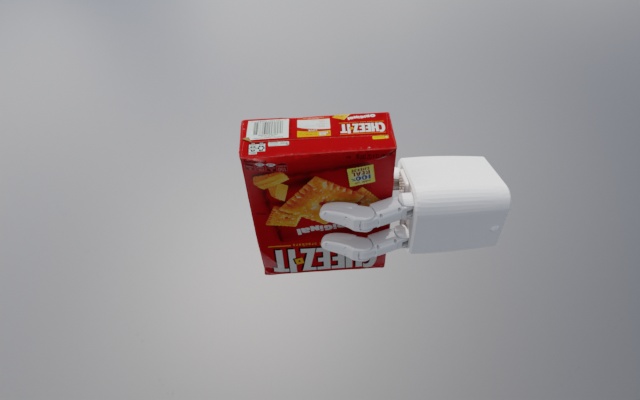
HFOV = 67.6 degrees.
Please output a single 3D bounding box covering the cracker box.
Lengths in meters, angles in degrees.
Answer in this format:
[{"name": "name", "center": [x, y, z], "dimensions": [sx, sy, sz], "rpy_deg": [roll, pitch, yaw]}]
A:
[{"name": "cracker box", "center": [0.000, 0.002, 0.575], "dimensions": [0.164, 0.072, 0.214], "rpy_deg": [-3, -43, 0]}]
